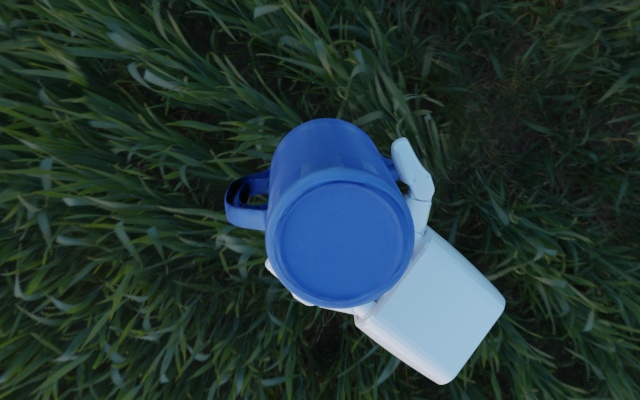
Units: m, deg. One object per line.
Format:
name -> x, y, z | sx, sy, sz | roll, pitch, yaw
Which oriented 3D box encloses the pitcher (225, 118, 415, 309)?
pitcher -> 0.000, 0.002, 0.448 | 0.145, 0.149, 0.242 | 40, 10, -11
